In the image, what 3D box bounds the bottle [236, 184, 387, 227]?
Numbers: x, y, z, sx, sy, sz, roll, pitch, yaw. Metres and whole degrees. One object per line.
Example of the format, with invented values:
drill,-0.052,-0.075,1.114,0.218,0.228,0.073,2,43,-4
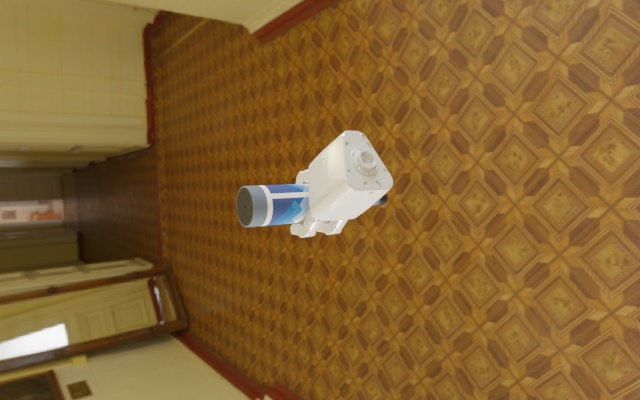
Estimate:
bottle,0.000,0.003,0.847,0.296,0.069,0.069,-3,2,-34
